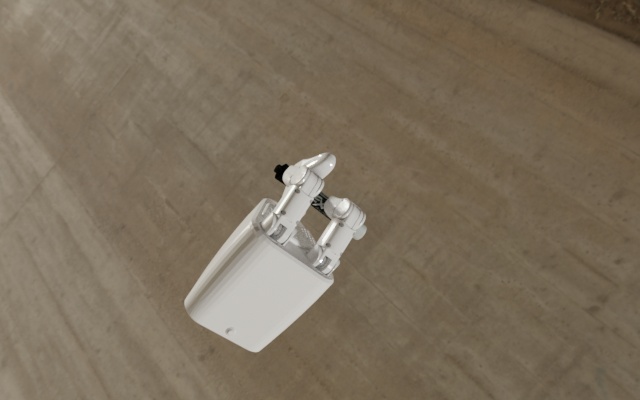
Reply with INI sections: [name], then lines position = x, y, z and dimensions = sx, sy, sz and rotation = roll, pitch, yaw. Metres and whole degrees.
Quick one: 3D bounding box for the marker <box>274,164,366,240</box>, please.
[marker]
position = 0.000, 0.002, 0.496
dimensions = 0.121, 0.020, 0.020
rotation = 38, -18, -24
